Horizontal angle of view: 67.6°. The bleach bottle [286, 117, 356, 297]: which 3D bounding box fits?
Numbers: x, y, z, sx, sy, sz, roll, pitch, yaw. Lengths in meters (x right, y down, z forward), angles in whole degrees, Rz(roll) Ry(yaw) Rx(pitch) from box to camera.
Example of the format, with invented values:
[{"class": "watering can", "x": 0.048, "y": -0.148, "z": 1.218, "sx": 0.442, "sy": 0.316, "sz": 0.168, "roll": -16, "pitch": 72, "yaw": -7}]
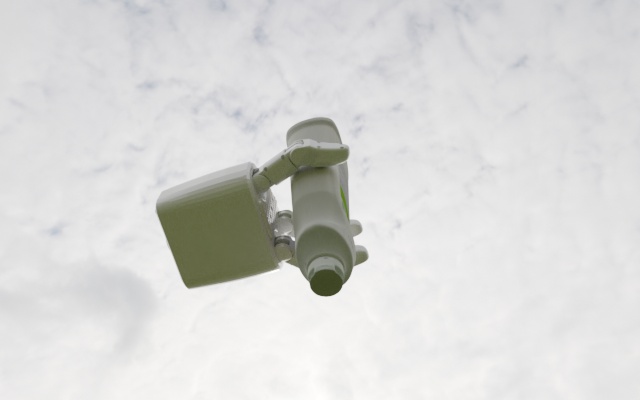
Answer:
[{"class": "bleach bottle", "x": 0.000, "y": 0.002, "z": 0.499, "sx": 0.068, "sy": 0.103, "sz": 0.250, "roll": -15, "pitch": 28, "yaw": 7}]
